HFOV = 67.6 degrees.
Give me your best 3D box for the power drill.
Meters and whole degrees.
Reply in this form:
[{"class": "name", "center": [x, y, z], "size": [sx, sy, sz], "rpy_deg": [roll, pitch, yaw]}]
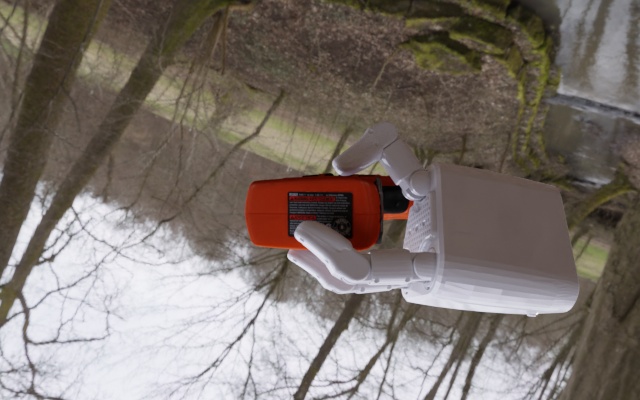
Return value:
[{"class": "power drill", "center": [0.000, 0.002, 0.448], "size": [0.184, 0.057, 0.187], "rpy_deg": [-2, 6, 15]}]
